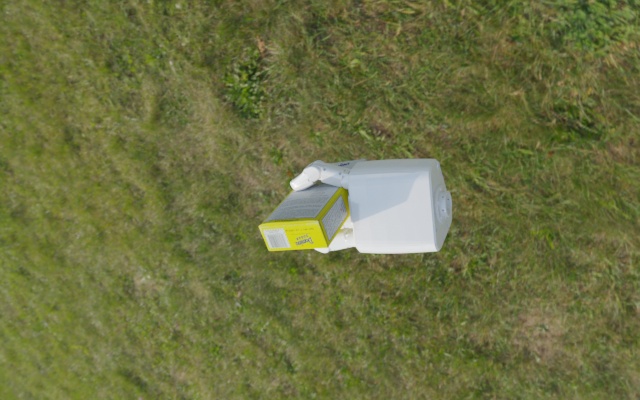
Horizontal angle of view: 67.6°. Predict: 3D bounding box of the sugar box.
[{"bbox_3d":[0.000,0.003,0.655,0.093,0.048,0.176,-5,25,31],"label":"sugar box"}]
